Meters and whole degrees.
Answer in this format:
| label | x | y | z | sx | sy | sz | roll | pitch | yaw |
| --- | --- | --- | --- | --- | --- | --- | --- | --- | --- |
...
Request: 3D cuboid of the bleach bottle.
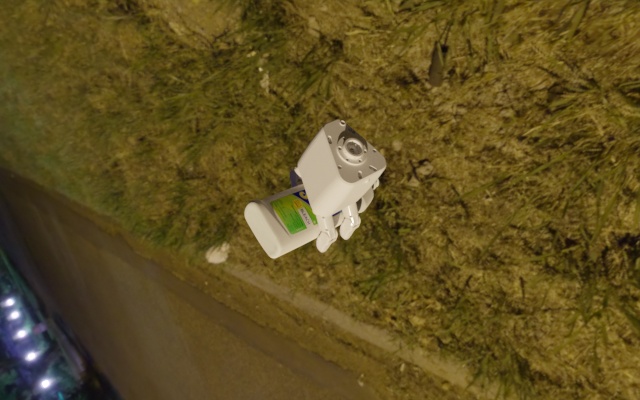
| label | x | y | z | sx | sy | sz | roll | pitch | yaw |
| --- | --- | --- | --- | --- | --- | --- | --- | --- | --- |
| bleach bottle | 0.000 | 0.003 | 0.831 | 0.250 | 0.102 | 0.068 | -27 | -11 | -32 |
